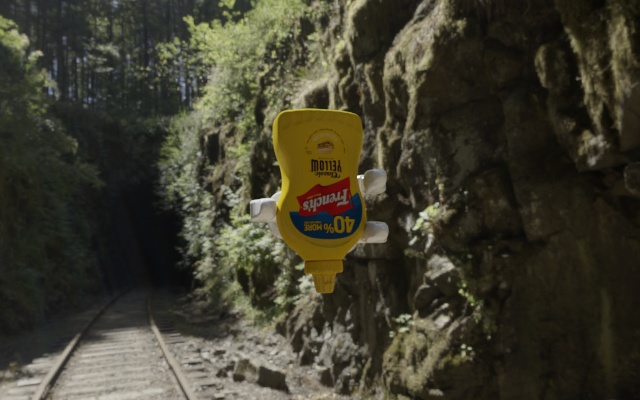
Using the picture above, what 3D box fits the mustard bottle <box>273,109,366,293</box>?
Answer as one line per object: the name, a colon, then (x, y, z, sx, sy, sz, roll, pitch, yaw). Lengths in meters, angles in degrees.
mustard bottle: (0.000, 0.001, 0.512, 0.096, 0.191, 0.058, 0, -8, -18)
